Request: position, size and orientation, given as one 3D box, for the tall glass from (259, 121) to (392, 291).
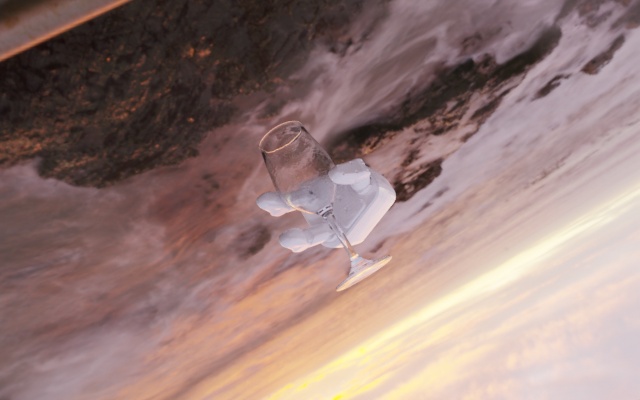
[{"bbox_3d":[0.000,0.002,0.569,0.079,0.201,0.079,-29,-16,-9],"label":"tall glass"}]
